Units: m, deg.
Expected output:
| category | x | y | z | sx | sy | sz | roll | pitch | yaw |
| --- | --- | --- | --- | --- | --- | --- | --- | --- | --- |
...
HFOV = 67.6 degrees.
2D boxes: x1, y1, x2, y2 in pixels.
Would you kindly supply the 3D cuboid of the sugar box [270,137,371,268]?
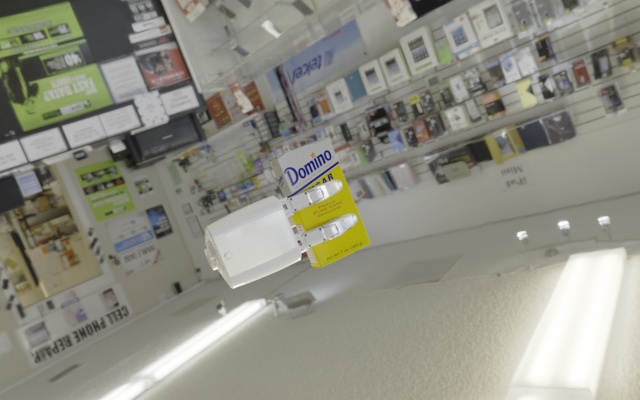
| category | x | y | z | sx | sy | sz | roll | pitch | yaw |
| --- | --- | --- | --- | --- | --- | --- | --- | --- | --- |
| sugar box | 0.000 | 0.002 | 0.722 | 0.093 | 0.176 | 0.048 | -24 | 5 | -21 |
